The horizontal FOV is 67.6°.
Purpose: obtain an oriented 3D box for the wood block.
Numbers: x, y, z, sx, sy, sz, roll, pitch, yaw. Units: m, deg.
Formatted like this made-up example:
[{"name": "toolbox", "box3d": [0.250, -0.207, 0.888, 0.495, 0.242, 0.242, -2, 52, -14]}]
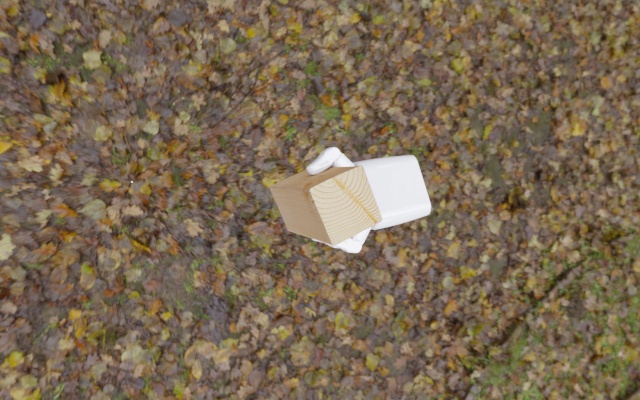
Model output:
[{"name": "wood block", "box3d": [0.000, 0.002, 0.767, 0.090, 0.091, 0.206, -25, 11, -19]}]
